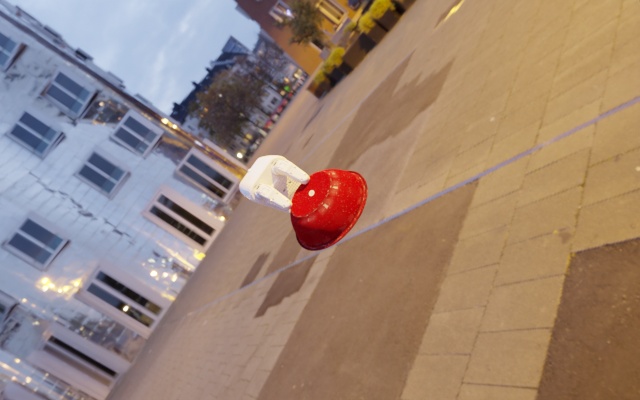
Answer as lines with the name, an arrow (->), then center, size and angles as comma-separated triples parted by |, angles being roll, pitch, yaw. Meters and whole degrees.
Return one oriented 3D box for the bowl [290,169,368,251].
bowl -> 0.001, 0.002, 0.812 | 0.162, 0.162, 0.055 | 0, -32, 49
